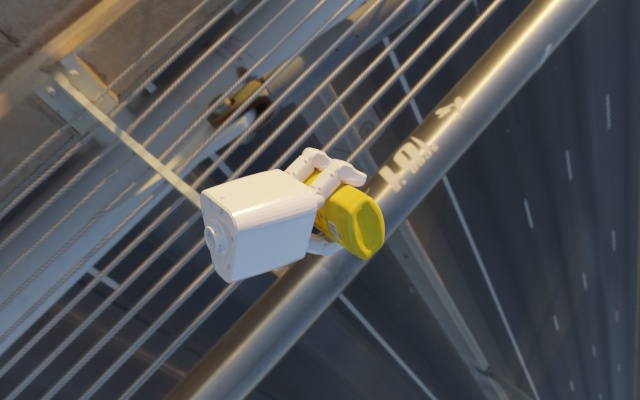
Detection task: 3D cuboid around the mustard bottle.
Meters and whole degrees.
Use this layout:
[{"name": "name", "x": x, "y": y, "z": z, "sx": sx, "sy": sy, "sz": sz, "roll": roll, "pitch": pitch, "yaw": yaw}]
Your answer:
[{"name": "mustard bottle", "x": 0.001, "y": 0.002, "z": 0.648, "sx": 0.058, "sy": 0.096, "sz": 0.191, "roll": -40, "pitch": 42, "yaw": -19}]
